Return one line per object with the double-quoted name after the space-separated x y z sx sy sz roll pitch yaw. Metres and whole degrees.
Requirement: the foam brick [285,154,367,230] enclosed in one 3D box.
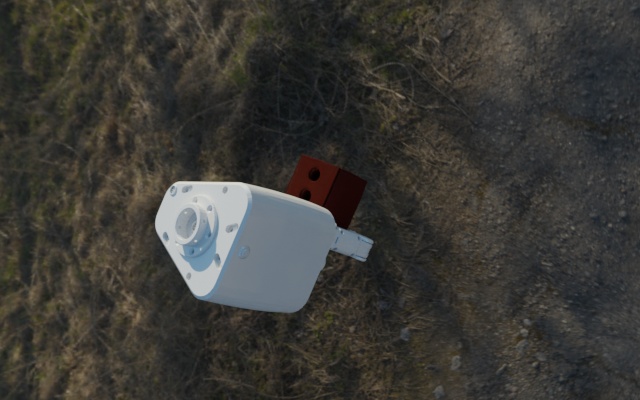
0.000 0.001 0.472 0.053 0.078 0.051 24 1 40 "foam brick"
